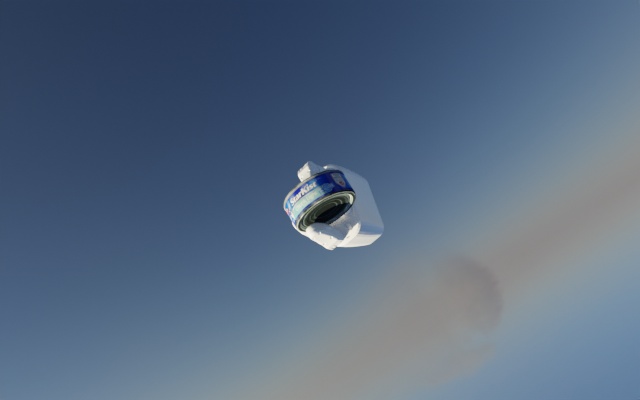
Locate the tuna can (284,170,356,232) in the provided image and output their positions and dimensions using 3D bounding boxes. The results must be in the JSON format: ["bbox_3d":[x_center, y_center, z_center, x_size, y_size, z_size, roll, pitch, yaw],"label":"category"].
[{"bbox_3d":[0.000,0.002,0.586,0.086,0.033,0.086,-26,-24,-12],"label":"tuna can"}]
